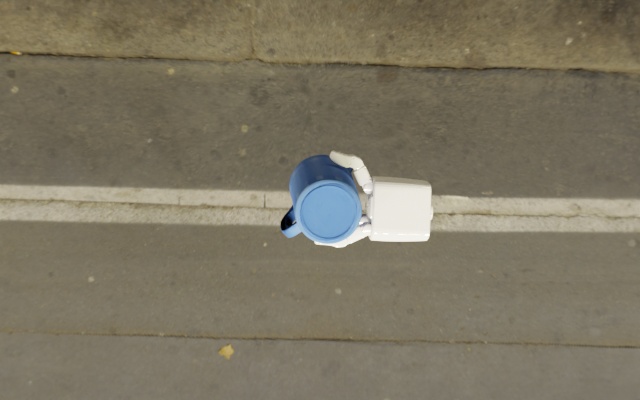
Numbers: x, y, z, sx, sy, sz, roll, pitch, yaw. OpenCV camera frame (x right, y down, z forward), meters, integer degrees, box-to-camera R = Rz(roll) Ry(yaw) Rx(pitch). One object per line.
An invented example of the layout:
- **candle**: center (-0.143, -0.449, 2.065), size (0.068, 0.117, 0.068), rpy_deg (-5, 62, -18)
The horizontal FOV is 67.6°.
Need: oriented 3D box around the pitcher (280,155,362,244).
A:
- **pitcher**: center (0.000, 0.003, 0.868), size (0.145, 0.149, 0.242), rpy_deg (3, 12, -3)
